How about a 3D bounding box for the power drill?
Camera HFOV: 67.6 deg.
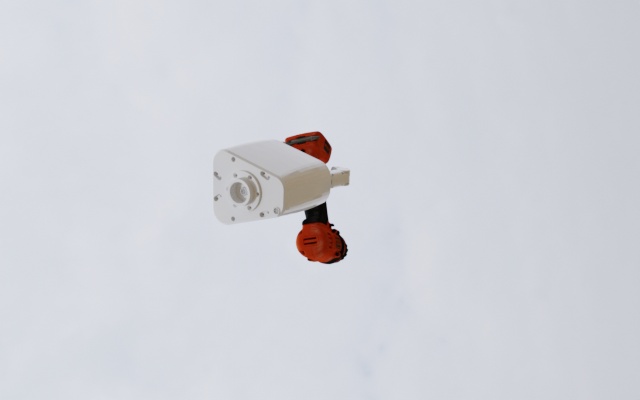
[{"bbox_3d":[0.000,0.002,0.719,0.057,0.187,0.184,-11,-12,10],"label":"power drill"}]
